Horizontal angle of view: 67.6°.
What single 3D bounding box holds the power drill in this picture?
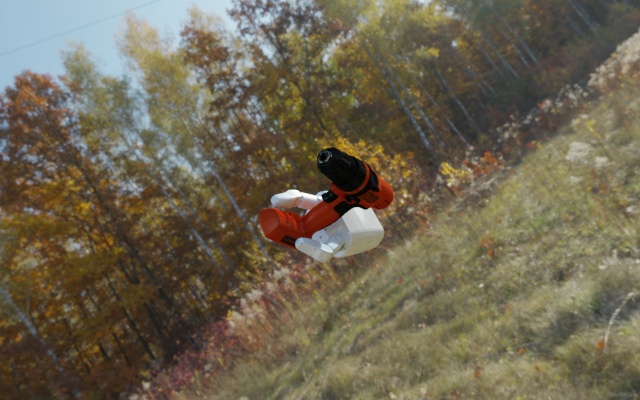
[{"bbox_3d":[0.000,0.003,0.725,0.188,0.057,0.184,-30,-34,23],"label":"power drill"}]
